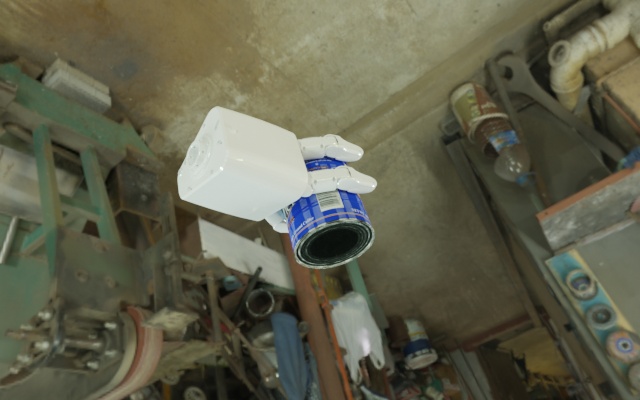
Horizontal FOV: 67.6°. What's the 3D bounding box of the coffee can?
[{"bbox_3d":[0.000,0.002,0.621,0.103,0.140,0.103,-12,-37,-9],"label":"coffee can"}]
